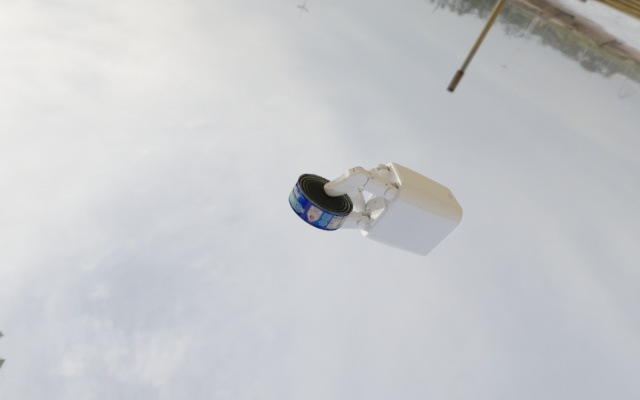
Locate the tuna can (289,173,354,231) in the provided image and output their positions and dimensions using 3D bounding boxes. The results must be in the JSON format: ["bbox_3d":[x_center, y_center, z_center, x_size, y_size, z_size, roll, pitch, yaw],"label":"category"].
[{"bbox_3d":[0.000,0.003,0.652,0.086,0.034,0.086,25,27,-14],"label":"tuna can"}]
